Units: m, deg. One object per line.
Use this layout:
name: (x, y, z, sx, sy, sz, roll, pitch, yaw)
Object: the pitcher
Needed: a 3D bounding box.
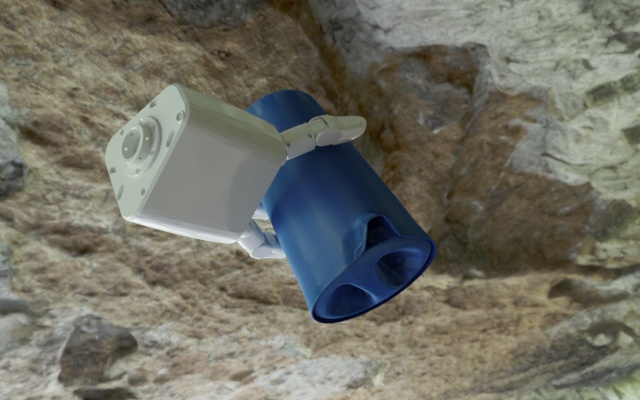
pitcher: (0.000, 0.002, 0.513, 0.145, 0.242, 0.149, 15, -54, -49)
